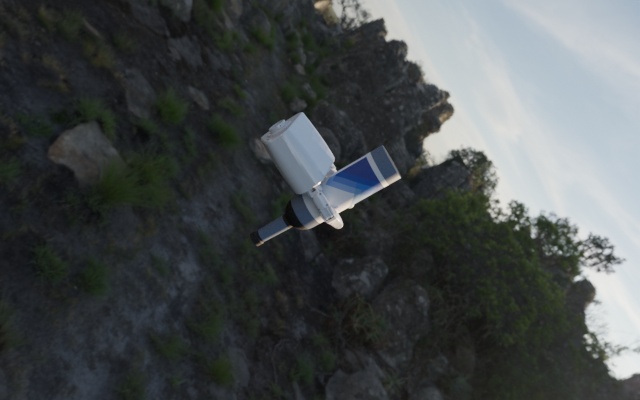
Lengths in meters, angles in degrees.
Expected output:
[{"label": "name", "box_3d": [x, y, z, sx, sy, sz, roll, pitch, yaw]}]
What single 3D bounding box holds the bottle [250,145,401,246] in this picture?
[{"label": "bottle", "box_3d": [0.000, 0.003, 0.867, 0.296, 0.069, 0.069, -30, -7, 13]}]
